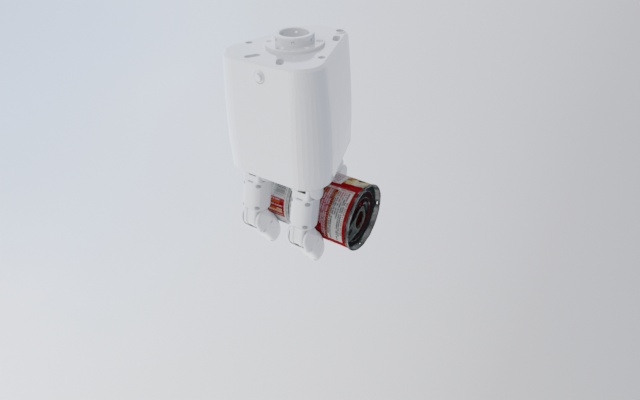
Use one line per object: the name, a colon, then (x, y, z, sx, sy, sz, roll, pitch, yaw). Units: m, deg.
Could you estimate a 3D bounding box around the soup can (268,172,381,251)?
soup can: (0.000, 0.002, 0.483, 0.102, 0.068, 0.068, 20, 9, 26)
